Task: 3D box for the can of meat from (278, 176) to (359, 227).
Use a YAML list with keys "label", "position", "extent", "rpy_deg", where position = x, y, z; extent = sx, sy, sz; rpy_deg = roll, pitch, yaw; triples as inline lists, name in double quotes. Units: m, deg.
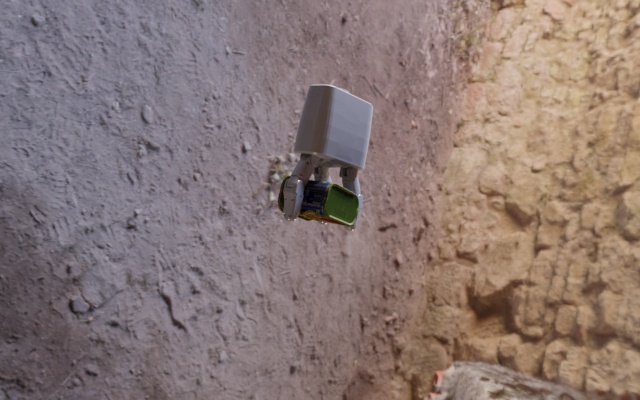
- label: "can of meat"
  position: [0.000, 0.002, 0.725]
  extent: [0.084, 0.057, 0.102]
  rpy_deg: [8, -9, 34]
